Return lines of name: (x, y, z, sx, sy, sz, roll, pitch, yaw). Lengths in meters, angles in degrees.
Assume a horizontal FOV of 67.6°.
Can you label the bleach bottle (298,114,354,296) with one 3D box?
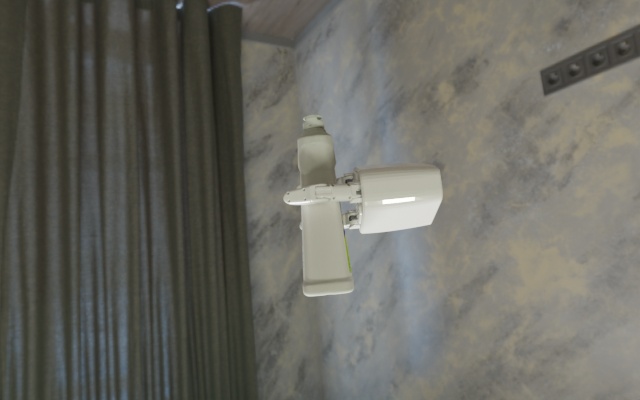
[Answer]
bleach bottle: (0.000, 0.002, 0.664, 0.068, 0.251, 0.102, -5, -8, 0)
